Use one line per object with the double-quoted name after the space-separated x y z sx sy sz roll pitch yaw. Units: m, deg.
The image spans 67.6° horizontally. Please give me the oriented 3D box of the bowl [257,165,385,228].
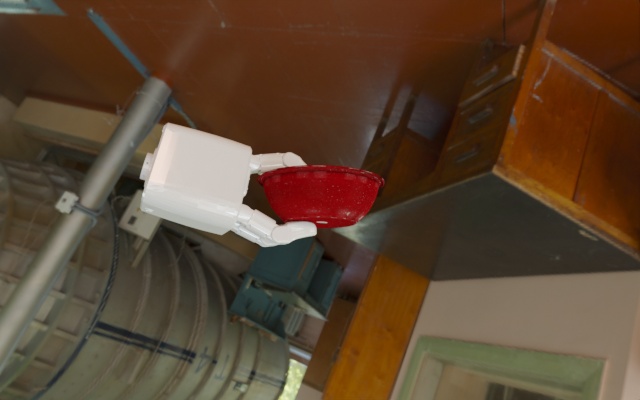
0.001 0.002 0.605 0.162 0.055 0.162 1 -11 0 "bowl"
